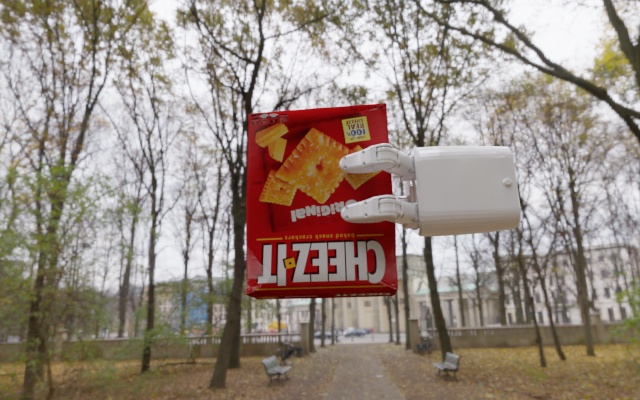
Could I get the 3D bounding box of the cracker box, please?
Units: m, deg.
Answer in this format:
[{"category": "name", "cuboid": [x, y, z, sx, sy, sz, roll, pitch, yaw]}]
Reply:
[{"category": "cracker box", "cuboid": [0.000, 0.002, 0.547, 0.164, 0.213, 0.072, -3, -15, 5]}]
